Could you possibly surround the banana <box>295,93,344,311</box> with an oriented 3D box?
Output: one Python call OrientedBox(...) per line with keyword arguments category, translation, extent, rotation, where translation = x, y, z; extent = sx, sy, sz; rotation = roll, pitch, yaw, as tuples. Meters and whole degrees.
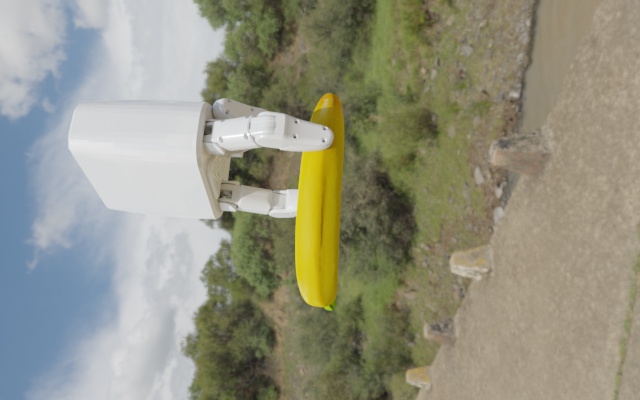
OrientedBox(category="banana", translation=(-0.001, 0.007, 0.404), extent=(0.037, 0.198, 0.069), rotation=(3, 7, 2))
